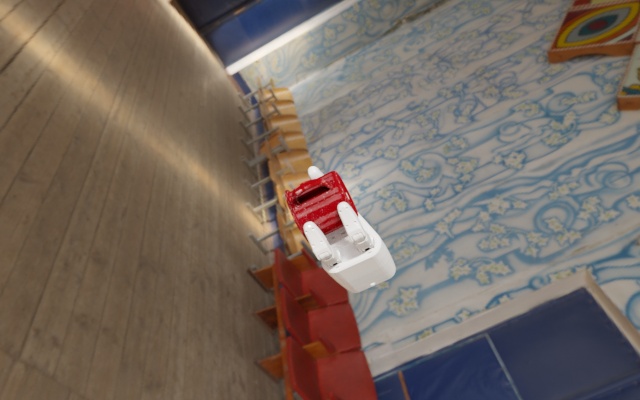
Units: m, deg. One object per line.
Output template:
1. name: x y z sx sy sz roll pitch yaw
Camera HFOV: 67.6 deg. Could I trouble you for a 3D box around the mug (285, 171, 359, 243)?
1. mug: 0.000 0.001 0.701 0.081 0.093 0.117 -27 -35 8
